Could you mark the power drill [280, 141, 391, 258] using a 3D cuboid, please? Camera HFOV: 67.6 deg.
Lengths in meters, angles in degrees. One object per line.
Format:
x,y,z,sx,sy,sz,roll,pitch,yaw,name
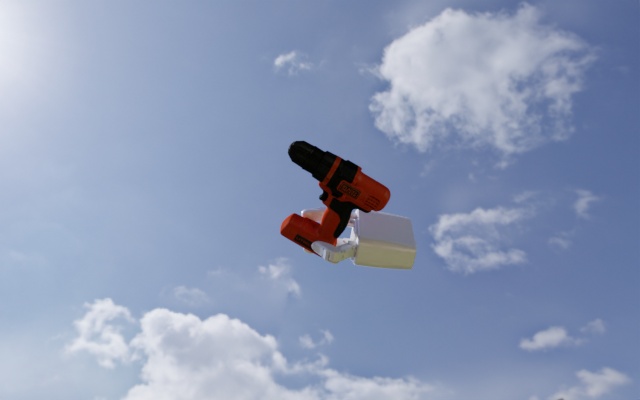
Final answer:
0.000,0.003,0.818,0.184,0.188,0.057,31,40,-4,power drill
